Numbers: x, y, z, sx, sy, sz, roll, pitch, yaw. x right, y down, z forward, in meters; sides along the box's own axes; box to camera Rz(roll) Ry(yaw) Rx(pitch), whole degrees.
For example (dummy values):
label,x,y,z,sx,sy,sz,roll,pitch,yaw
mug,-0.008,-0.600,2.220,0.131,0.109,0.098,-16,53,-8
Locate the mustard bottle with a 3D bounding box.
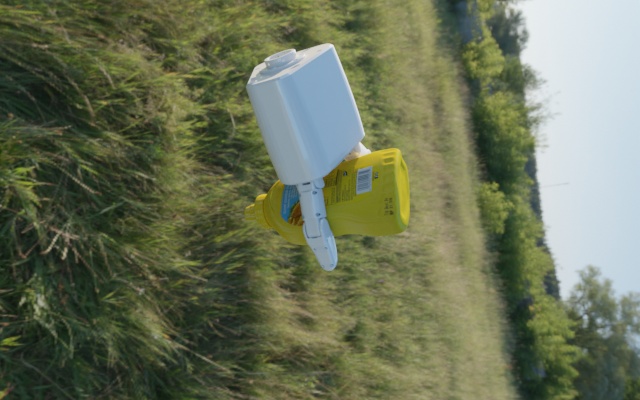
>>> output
label,x,y,z,sx,sy,sz,roll,pitch,yaw
mustard bottle,0.000,0.002,0.534,0.191,0.096,0.058,-9,-37,22
